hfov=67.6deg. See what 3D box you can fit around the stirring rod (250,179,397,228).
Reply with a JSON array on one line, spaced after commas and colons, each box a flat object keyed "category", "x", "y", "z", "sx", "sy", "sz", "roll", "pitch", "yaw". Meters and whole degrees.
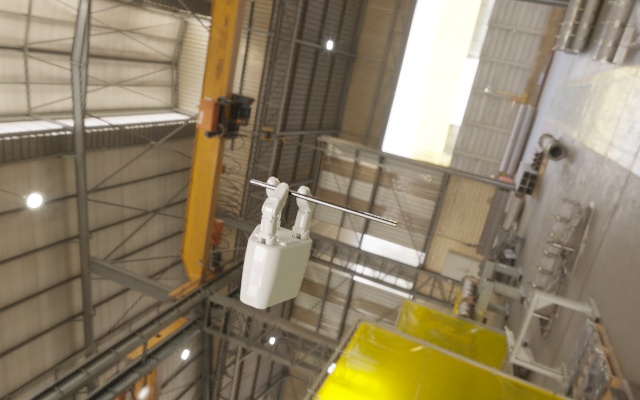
[{"category": "stirring rod", "x": 0.000, "y": 0.003, "z": 0.731, "sx": 0.239, "sy": 0.011, "sz": 0.011, "roll": 17, "pitch": 5, "yaw": 17}]
